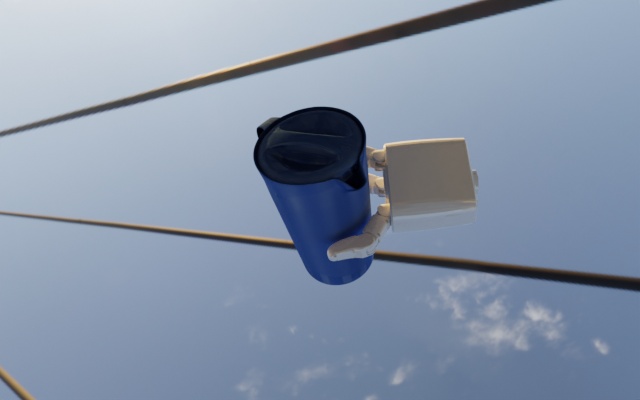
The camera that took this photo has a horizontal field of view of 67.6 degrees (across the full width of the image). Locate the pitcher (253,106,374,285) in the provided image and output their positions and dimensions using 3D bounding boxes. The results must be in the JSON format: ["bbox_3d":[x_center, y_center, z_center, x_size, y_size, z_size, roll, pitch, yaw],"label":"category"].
[{"bbox_3d":[0.000,0.002,0.640,0.145,0.149,0.243,-6,-42,8],"label":"pitcher"}]
